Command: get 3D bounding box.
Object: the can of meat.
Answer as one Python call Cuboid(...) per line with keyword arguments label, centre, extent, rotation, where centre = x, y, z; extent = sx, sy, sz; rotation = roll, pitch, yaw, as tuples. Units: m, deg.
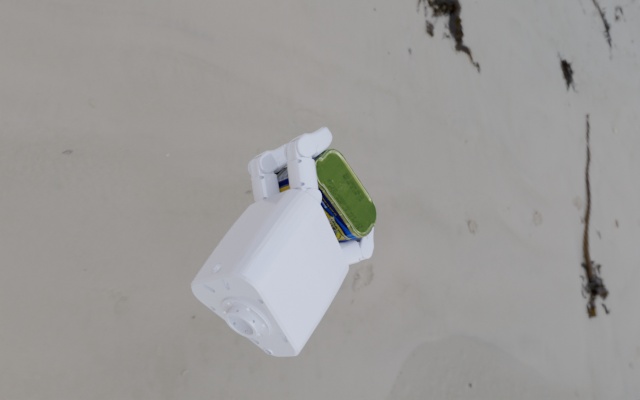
Cuboid(label="can of meat", centre=(0.000, 0.002, 0.511), extent=(0.084, 0.102, 0.057), rotation=(-19, 24, 44))
